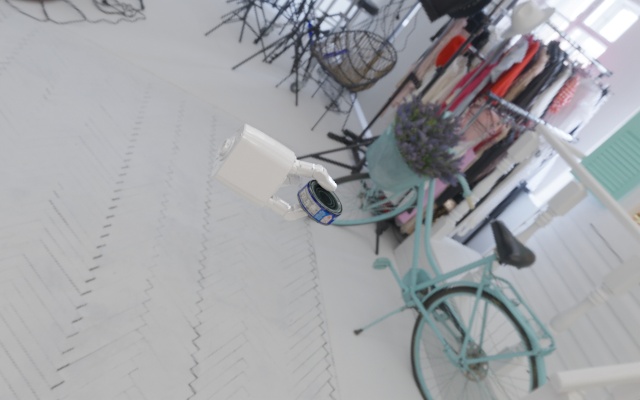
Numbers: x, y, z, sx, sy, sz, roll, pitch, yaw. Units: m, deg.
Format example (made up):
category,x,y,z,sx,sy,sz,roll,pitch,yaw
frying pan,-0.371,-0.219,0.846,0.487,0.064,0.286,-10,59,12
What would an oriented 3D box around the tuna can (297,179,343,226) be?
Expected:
category,x,y,z,sx,sy,sz,roll,pitch,yaw
tuna can,0.001,0.003,0.878,0.034,0.086,0.086,-43,-21,24
